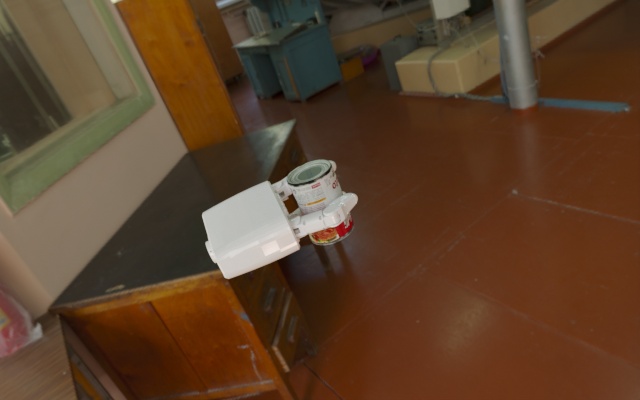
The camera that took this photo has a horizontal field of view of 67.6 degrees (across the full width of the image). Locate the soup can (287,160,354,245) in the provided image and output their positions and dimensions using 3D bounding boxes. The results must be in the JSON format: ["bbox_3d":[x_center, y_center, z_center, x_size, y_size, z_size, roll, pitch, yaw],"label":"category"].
[{"bbox_3d":[0.000,0.002,0.673,0.068,0.102,0.068,-17,27,9],"label":"soup can"}]
